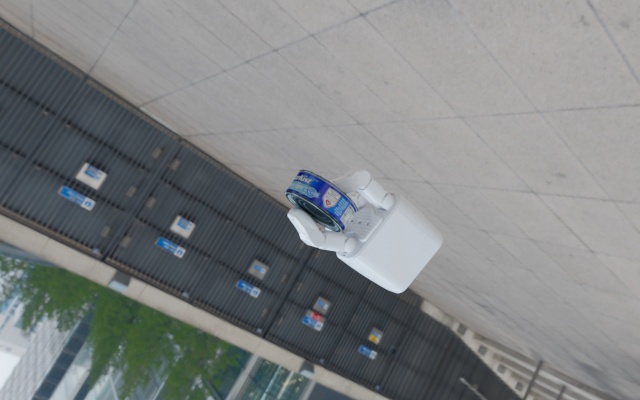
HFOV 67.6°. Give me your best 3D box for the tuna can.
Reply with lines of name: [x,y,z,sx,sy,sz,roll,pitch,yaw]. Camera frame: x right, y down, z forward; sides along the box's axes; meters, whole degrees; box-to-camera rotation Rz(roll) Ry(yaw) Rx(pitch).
tuna can: [0.000,0.002,0.576,0.086,0.033,0.086,33,-13,8]
